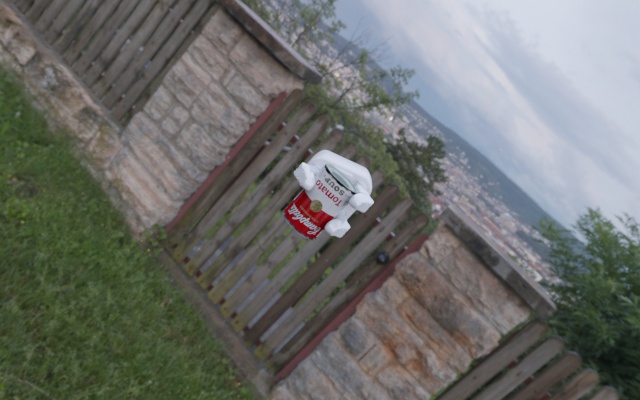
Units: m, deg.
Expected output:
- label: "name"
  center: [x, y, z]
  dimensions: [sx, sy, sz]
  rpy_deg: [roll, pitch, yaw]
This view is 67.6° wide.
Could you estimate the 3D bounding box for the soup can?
- label: "soup can"
  center: [0.000, 0.002, 0.732]
  dimensions: [0.068, 0.102, 0.068]
  rpy_deg: [39, 15, -13]
